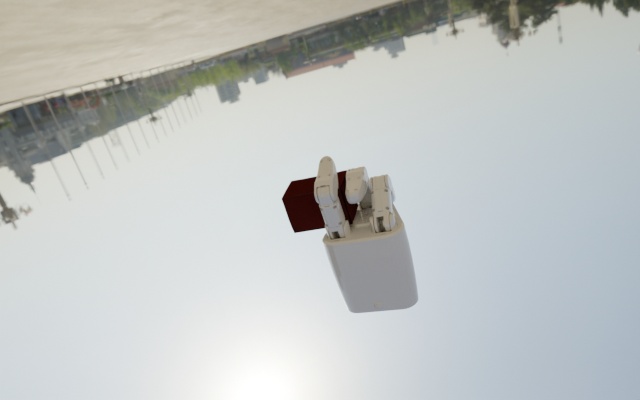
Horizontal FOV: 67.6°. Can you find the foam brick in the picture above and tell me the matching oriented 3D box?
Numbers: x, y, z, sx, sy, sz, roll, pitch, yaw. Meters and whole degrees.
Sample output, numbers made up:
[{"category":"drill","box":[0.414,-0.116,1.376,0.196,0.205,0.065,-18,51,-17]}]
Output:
[{"category":"foam brick","box":[0.000,0.002,0.591,0.078,0.051,0.053,-10,25,19]}]
